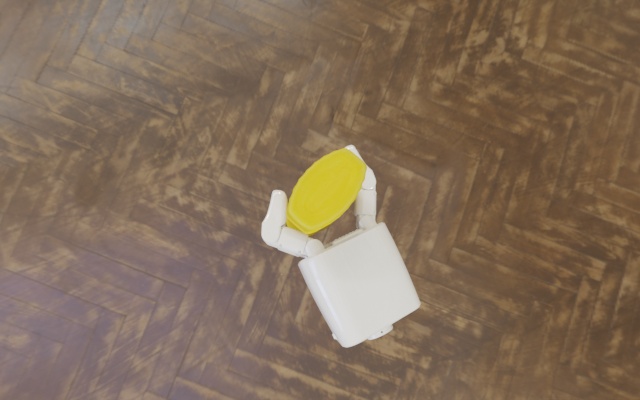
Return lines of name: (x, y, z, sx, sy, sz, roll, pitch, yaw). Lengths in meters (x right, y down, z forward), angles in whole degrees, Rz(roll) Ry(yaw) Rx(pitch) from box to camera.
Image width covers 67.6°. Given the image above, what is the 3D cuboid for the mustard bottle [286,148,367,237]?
mustard bottle: (0.000, 0.002, 0.574, 0.058, 0.096, 0.191, 40, -10, 2)
